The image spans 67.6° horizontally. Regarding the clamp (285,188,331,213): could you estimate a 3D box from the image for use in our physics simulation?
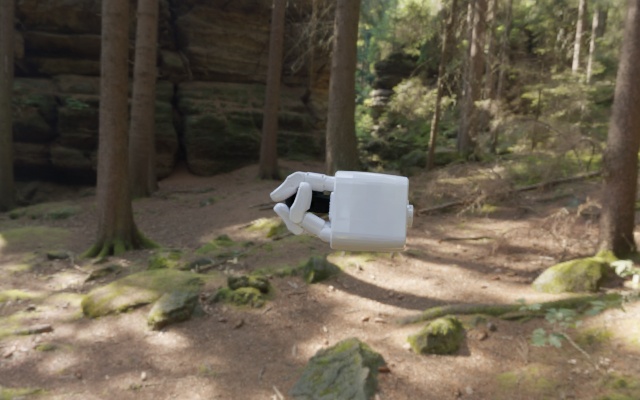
[{"bbox_3d":[0.000,0.002,0.779,0.120,0.039,0.171,3,6,6],"label":"clamp"}]
